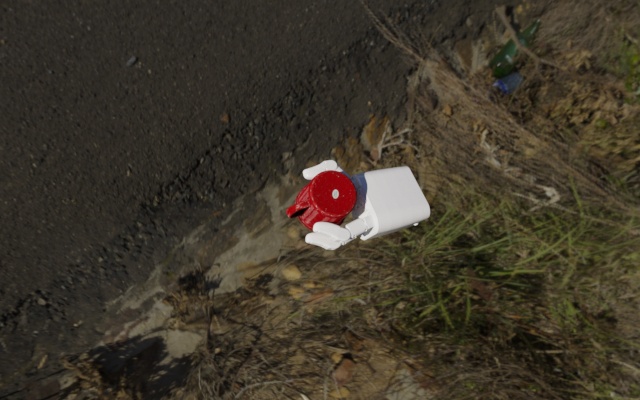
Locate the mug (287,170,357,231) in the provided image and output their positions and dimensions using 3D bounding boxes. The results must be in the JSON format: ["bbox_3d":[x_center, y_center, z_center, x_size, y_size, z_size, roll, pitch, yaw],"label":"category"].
[{"bbox_3d":[-0.001,0.003,0.788,0.117,0.093,0.081,-14,-13,-19],"label":"mug"}]
